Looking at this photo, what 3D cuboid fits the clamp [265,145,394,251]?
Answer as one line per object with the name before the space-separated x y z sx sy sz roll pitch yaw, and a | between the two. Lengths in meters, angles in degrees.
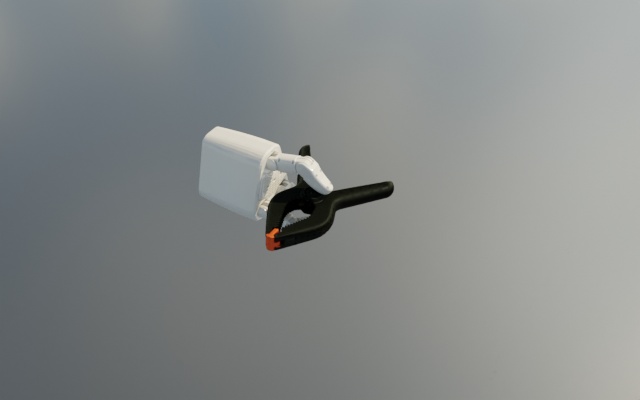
clamp | 0.000 0.002 0.675 0.164 0.036 0.210 20 45 18
